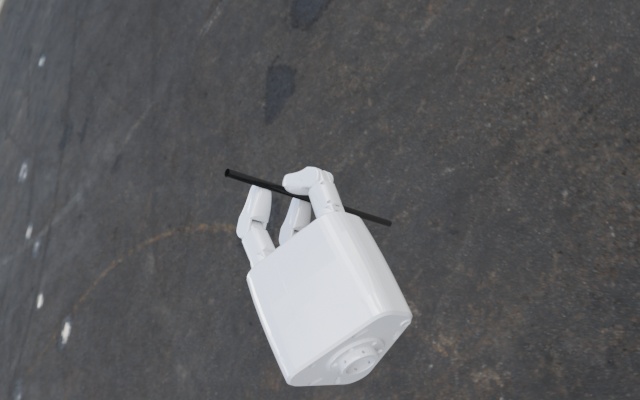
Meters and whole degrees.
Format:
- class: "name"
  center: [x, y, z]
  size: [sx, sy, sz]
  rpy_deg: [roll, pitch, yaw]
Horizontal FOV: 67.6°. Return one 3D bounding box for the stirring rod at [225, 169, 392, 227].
- class: "stirring rod"
  center: [0.000, 0.002, 0.519]
  size: [0.239, 0.011, 0.011]
  rpy_deg: [18, -12, -41]
